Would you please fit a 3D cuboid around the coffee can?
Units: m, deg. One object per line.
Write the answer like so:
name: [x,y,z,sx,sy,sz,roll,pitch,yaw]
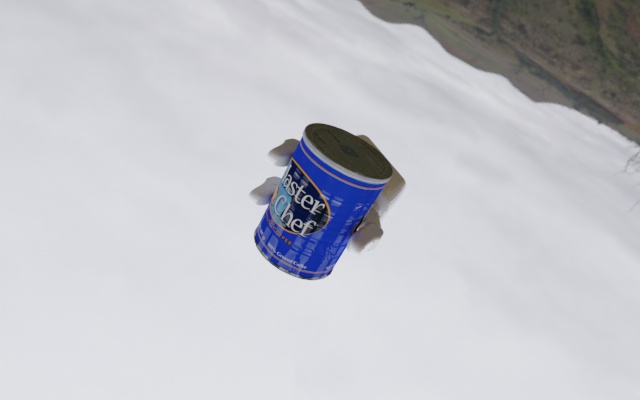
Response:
coffee can: [0.000,0.002,0.523,0.103,0.140,0.102,23,27,-12]
